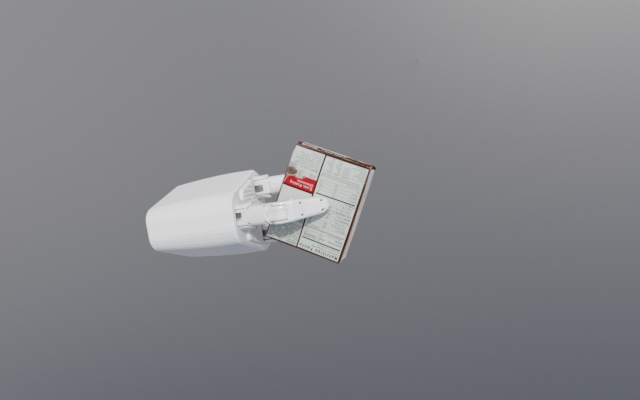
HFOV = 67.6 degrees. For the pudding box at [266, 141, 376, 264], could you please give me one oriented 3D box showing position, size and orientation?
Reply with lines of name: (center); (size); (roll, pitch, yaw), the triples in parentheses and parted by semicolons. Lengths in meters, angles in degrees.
pudding box: (0.000, 0.002, 0.522); (0.090, 0.113, 0.039); (20, 10, 10)
